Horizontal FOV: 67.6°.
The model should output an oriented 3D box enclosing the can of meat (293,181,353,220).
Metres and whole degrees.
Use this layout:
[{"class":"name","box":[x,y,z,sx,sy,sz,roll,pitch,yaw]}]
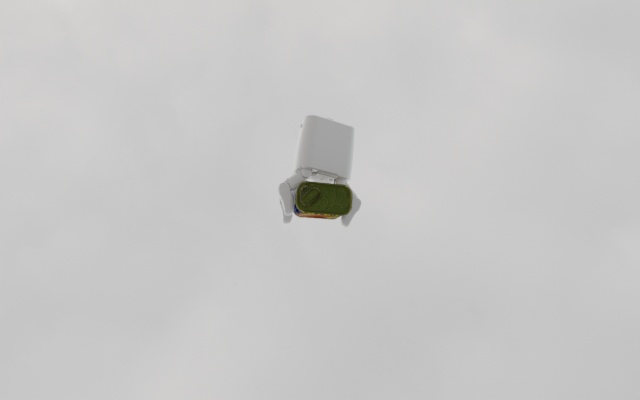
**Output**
[{"class":"can of meat","box":[0.000,0.003,0.886,0.102,0.057,0.084,5,-10,-9]}]
